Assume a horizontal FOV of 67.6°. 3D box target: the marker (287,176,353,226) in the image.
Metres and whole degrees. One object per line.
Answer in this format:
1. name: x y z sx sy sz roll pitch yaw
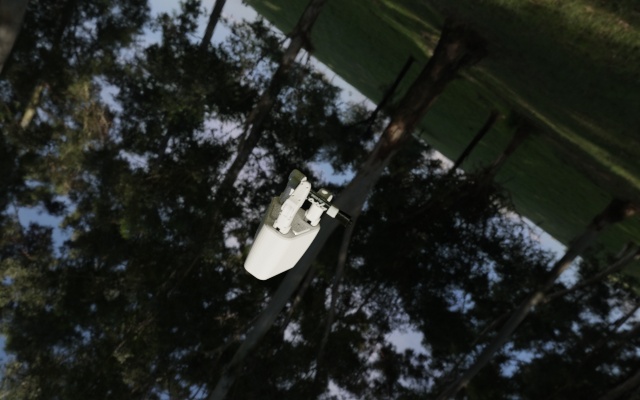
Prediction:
1. marker: 0.000 0.002 0.764 0.121 0.020 0.020 35 5 7
